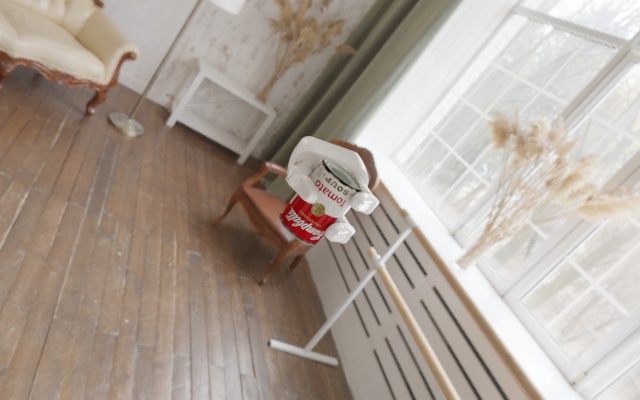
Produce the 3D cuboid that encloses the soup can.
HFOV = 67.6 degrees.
[{"bbox_3d":[0.000,0.002,0.652,0.068,0.102,0.068,35,17,-13],"label":"soup can"}]
